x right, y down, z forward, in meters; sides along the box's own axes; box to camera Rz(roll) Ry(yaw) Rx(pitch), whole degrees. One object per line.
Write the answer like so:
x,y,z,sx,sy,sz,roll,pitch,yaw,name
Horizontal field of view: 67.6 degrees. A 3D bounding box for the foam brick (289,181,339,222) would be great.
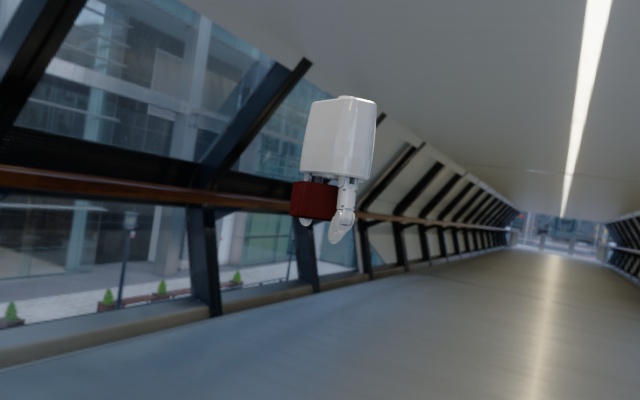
0.000,0.002,0.681,0.078,0.051,0.053,8,-1,-20,foam brick
